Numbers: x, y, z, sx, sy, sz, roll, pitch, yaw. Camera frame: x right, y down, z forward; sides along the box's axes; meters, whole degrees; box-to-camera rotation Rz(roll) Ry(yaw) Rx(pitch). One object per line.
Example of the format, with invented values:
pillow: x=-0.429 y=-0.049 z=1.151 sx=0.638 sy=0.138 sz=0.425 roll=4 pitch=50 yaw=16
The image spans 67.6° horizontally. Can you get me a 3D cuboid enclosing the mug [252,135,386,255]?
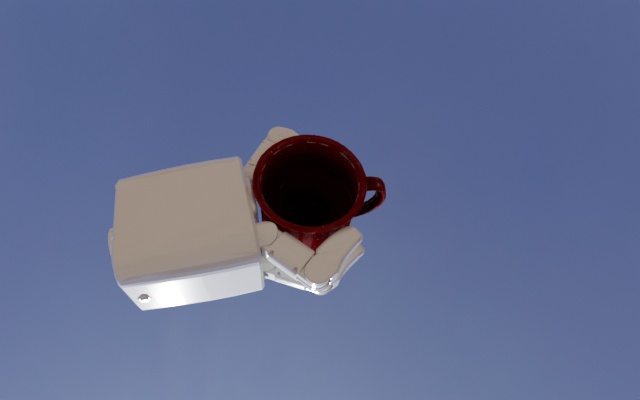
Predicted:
mug: x=0.001 y=0.001 z=0.423 sx=0.117 sy=0.093 sz=0.081 roll=-9 pitch=-27 yaw=-10
